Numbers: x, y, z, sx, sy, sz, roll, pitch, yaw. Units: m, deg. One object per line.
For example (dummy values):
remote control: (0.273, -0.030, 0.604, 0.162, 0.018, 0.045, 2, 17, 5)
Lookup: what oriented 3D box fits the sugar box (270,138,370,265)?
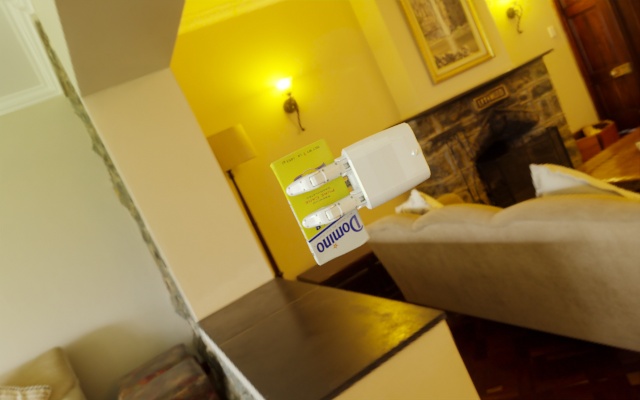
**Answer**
sugar box: (0.000, 0.002, 0.747, 0.093, 0.176, 0.048, -26, 5, -6)
